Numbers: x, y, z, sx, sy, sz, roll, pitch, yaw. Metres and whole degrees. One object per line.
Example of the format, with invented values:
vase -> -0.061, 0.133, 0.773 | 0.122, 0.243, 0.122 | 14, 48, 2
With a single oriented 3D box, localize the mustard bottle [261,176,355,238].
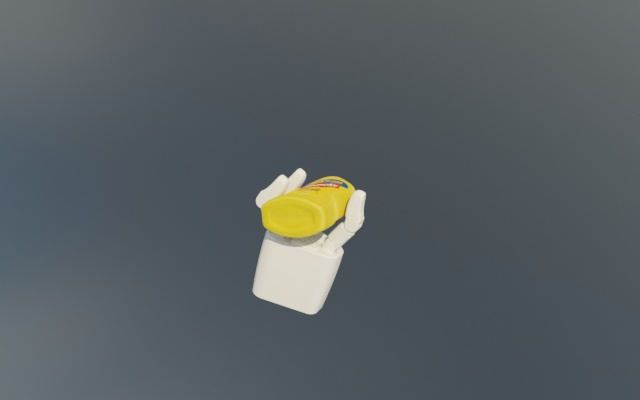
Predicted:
mustard bottle -> 0.000, 0.002, 0.703 | 0.096, 0.058, 0.191 | -1, 12, 25
